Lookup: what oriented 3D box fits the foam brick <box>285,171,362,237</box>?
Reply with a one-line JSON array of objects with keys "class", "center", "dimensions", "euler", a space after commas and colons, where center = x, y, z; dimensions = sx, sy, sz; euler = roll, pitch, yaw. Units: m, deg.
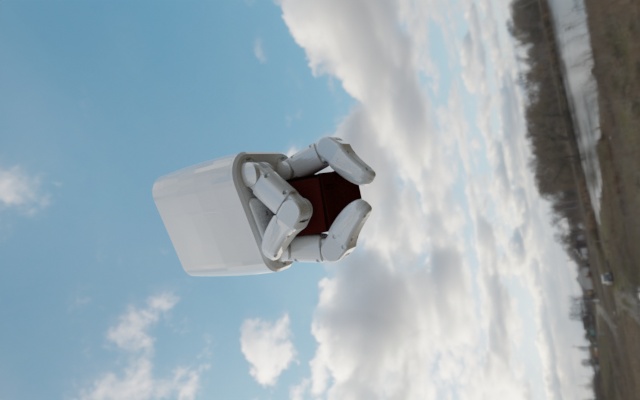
[{"class": "foam brick", "center": [0.000, 0.002, 0.447], "dimensions": [0.051, 0.053, 0.078], "euler": [-10, 0, 29]}]
